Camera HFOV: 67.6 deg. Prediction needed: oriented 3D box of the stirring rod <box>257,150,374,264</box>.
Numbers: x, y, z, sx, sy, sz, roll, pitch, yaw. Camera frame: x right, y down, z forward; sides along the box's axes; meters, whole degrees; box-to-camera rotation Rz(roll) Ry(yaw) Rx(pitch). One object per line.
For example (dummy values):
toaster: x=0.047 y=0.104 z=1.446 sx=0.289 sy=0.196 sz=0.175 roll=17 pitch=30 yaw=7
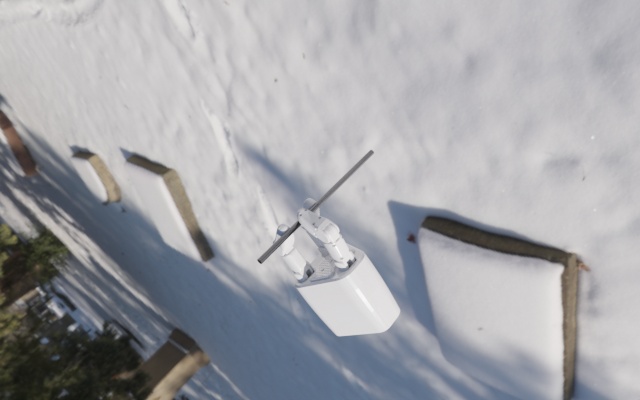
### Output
stirring rod: x=0.000 y=0.002 z=0.649 sx=0.239 sy=0.011 sz=0.011 roll=-44 pitch=25 yaw=-28
